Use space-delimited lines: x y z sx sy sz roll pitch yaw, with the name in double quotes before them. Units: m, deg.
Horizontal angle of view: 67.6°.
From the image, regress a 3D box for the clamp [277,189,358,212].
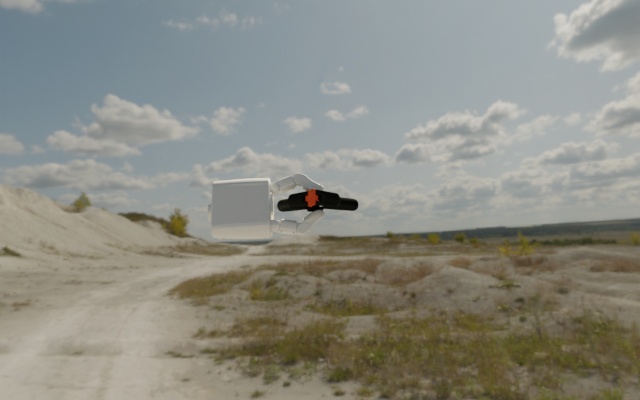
"clamp" 0.000 0.002 0.888 0.164 0.036 0.210 -1 -5 -4
